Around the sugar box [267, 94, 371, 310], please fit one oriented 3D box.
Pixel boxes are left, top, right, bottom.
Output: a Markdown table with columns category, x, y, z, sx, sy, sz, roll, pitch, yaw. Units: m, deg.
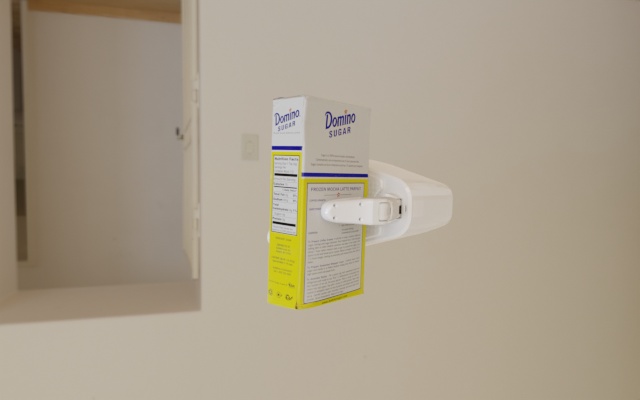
| category | x | y | z | sx | sy | sz | roll | pitch | yaw |
| --- | --- | --- | --- | --- | --- | --- | --- | --- | --- |
| sugar box | 0.000 | 0.001 | 0.426 | 0.048 | 0.176 | 0.093 | 2 | 3 | 41 |
